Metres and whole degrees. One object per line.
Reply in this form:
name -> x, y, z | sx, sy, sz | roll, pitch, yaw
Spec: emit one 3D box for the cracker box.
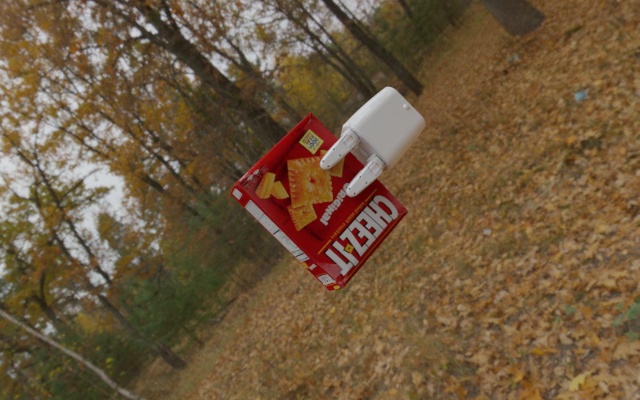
cracker box -> 0.000, 0.002, 0.715 | 0.164, 0.214, 0.072 | -46, 3, -20
